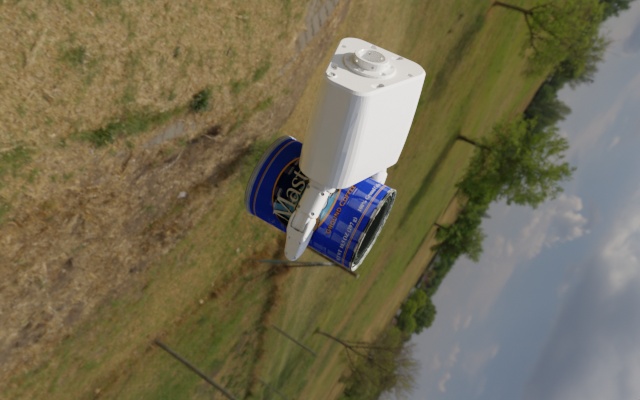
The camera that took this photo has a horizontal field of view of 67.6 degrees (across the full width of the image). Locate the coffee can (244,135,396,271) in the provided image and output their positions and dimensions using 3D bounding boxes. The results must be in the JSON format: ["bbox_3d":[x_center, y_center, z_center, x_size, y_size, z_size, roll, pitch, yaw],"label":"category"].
[{"bbox_3d":[0.000,0.002,0.544,0.140,0.103,0.103,28,8,15],"label":"coffee can"}]
